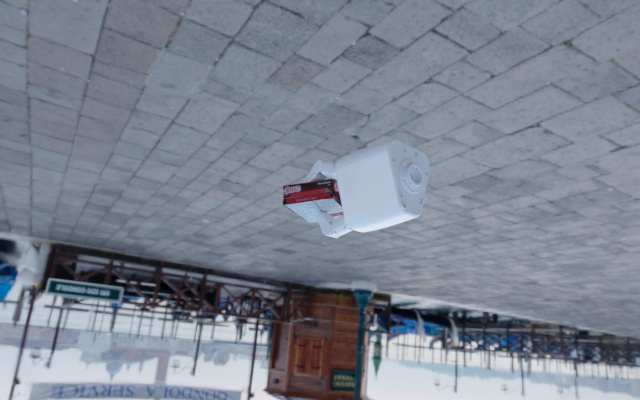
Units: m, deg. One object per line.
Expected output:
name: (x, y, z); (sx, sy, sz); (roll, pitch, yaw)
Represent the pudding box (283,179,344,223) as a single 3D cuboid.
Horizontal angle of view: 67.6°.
pudding box: (0.000, 0.003, 0.797); (0.090, 0.039, 0.113); (-6, -22, 21)
